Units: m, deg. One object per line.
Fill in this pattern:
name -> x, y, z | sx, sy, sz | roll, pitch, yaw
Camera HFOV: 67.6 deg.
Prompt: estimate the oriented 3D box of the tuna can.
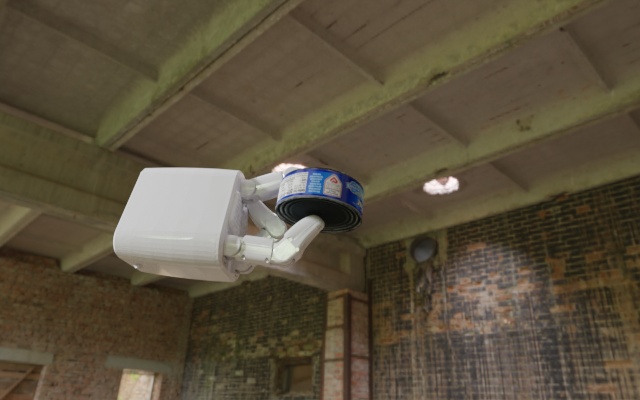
tuna can -> 0.000, 0.001, 0.472 | 0.086, 0.033, 0.086 | 7, -25, 3
